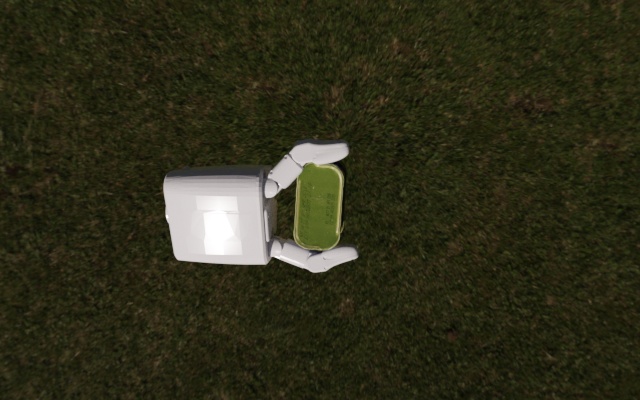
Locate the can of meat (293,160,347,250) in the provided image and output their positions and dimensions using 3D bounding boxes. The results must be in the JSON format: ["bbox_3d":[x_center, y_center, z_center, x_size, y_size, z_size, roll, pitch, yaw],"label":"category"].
[{"bbox_3d":[0.000,0.002,0.554,0.057,0.102,0.084,4,8,3],"label":"can of meat"}]
